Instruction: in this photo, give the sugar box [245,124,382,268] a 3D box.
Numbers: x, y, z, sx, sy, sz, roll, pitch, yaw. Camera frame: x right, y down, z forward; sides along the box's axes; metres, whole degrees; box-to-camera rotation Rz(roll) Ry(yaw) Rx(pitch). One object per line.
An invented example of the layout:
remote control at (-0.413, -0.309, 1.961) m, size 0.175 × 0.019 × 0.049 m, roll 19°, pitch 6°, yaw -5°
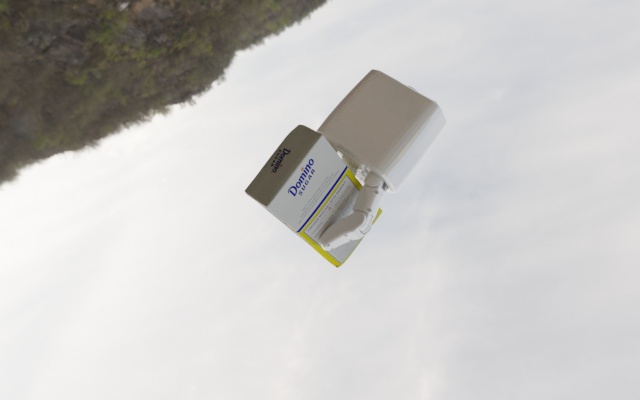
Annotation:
sugar box at (0.000, 0.001, 0.538) m, size 0.048 × 0.093 × 0.176 m, roll 31°, pitch -10°, yaw 40°
